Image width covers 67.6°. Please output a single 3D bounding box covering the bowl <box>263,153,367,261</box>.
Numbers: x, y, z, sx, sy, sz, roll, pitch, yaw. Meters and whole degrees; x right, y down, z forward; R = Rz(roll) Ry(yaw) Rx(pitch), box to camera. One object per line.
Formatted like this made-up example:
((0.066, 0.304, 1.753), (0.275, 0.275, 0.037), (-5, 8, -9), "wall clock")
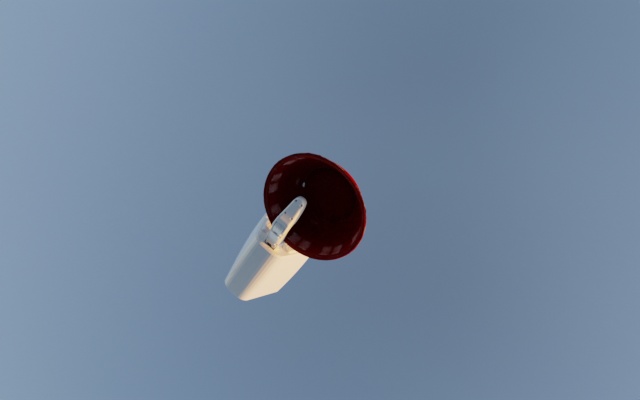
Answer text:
((0.001, 0.001, 0.681), (0.162, 0.162, 0.055), (0, 22, 30), "bowl")
